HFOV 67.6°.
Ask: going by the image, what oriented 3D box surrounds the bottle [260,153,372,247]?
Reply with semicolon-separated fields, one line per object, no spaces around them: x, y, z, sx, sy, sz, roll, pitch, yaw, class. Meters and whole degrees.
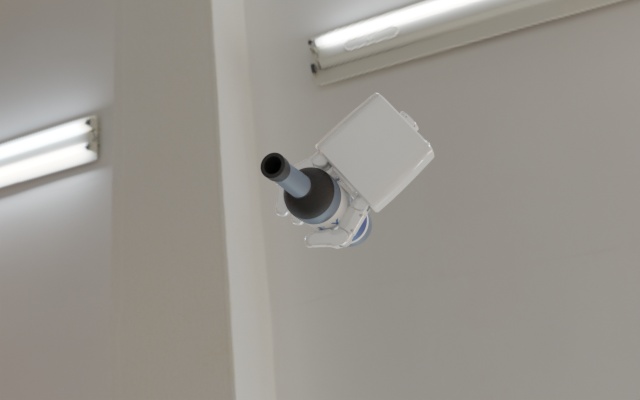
0.000;0.002;0.611;0.069;0.069;0.296;0;-15;20;bottle
